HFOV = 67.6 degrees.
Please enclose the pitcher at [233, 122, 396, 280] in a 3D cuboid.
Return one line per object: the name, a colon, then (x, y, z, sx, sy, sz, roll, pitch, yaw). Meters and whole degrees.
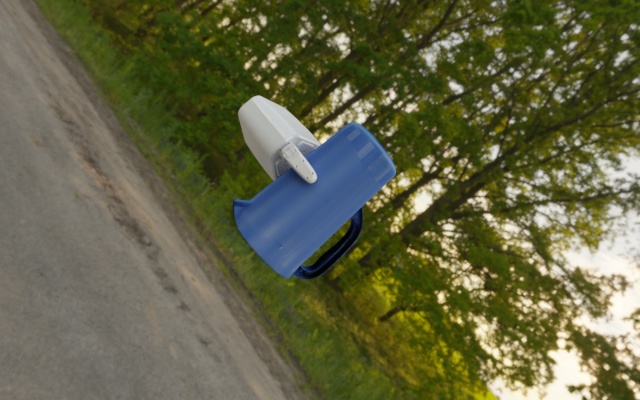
pitcher: (0.000, 0.002, 0.740, 0.243, 0.145, 0.149, -41, -23, 1)
